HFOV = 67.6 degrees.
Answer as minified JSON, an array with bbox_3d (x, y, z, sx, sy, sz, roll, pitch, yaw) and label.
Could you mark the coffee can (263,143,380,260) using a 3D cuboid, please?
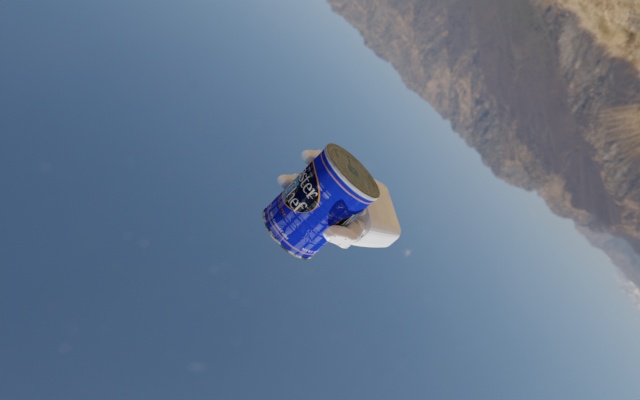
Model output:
[{"bbox_3d":[0.000,0.002,0.688,0.140,0.102,0.103,-44,-19,22],"label":"coffee can"}]
